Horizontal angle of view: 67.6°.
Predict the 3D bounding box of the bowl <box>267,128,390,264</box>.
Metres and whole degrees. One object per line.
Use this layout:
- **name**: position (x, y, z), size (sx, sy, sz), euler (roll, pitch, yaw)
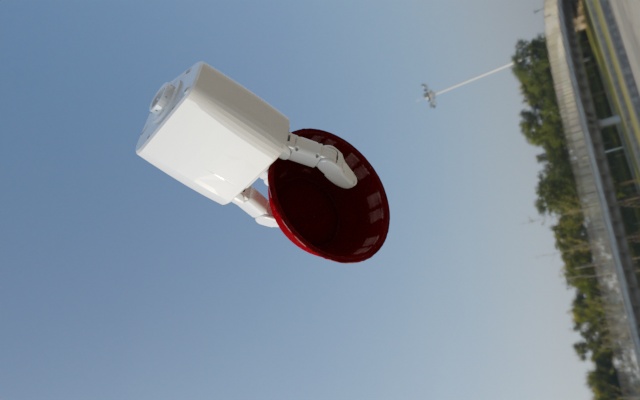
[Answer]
- **bowl**: position (0.001, 0.003, 0.538), size (0.162, 0.162, 0.055), euler (0, -25, -37)
